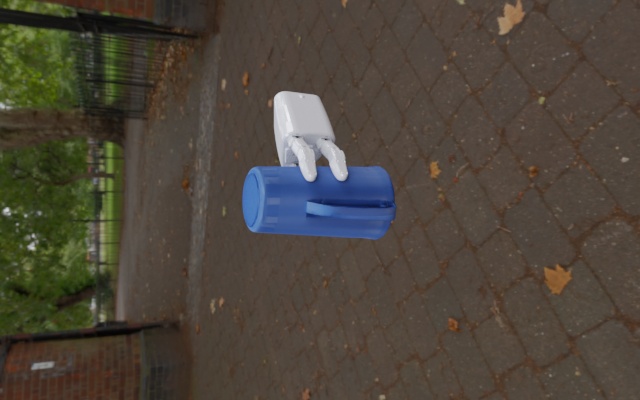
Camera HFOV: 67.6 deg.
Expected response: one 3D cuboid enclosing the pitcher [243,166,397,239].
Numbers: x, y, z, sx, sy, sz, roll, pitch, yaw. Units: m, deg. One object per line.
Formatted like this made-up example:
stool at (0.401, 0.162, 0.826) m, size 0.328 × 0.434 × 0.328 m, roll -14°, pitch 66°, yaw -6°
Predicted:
pitcher at (0.000, 0.003, 0.814) m, size 0.243 × 0.145 × 0.149 m, roll 1°, pitch -34°, yaw -25°
